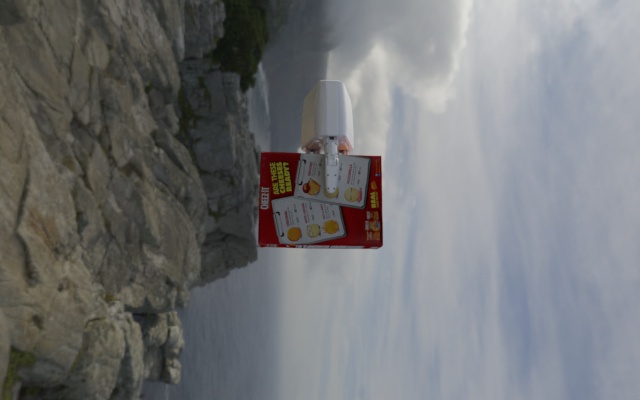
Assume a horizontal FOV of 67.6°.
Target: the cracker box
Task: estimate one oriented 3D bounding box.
[{"bbox_3d":[0.000,0.003,0.847,0.214,0.164,0.072,1,-13,-4],"label":"cracker box"}]
